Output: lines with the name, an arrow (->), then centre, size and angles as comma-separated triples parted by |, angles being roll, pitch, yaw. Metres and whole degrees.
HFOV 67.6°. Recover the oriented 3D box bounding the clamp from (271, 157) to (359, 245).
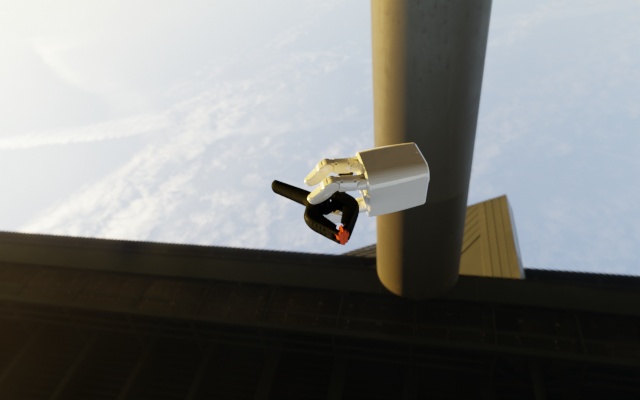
clamp -> 0.001, 0.004, 0.827 | 0.164, 0.036, 0.209 | -14, 38, 0
